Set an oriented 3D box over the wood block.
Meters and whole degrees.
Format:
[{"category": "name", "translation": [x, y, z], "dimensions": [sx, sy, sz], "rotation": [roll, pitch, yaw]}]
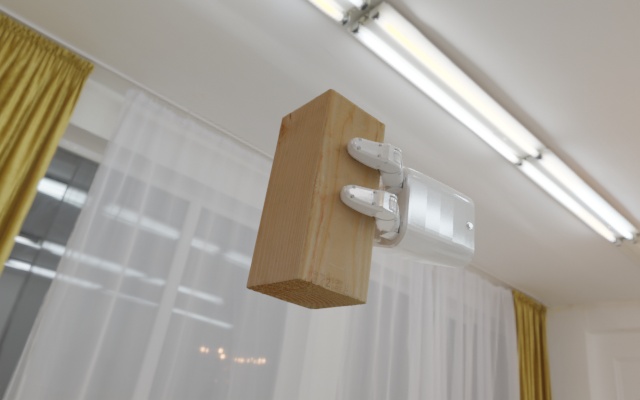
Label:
[{"category": "wood block", "translation": [0.000, 0.002, 0.511], "dimensions": [0.090, 0.206, 0.091], "rotation": [26, -30, -33]}]
